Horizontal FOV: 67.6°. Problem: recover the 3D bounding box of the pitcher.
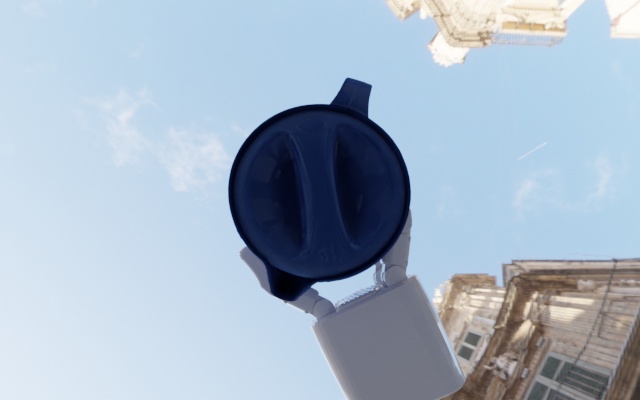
[{"bbox_3d":[0.000,0.002,0.460,0.149,0.145,0.243,-27,-7,-6],"label":"pitcher"}]
